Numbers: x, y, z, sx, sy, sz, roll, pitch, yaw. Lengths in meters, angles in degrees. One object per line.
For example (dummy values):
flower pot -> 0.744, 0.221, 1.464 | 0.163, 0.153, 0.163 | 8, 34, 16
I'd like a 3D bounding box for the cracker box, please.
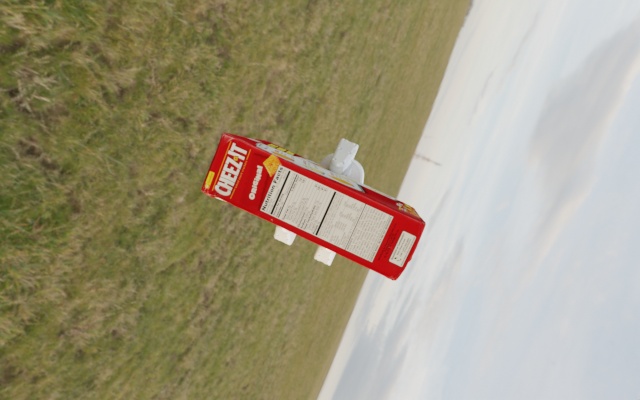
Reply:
cracker box -> 0.000, 0.002, 0.528 | 0.213, 0.072, 0.164 | 24, 7, 5
